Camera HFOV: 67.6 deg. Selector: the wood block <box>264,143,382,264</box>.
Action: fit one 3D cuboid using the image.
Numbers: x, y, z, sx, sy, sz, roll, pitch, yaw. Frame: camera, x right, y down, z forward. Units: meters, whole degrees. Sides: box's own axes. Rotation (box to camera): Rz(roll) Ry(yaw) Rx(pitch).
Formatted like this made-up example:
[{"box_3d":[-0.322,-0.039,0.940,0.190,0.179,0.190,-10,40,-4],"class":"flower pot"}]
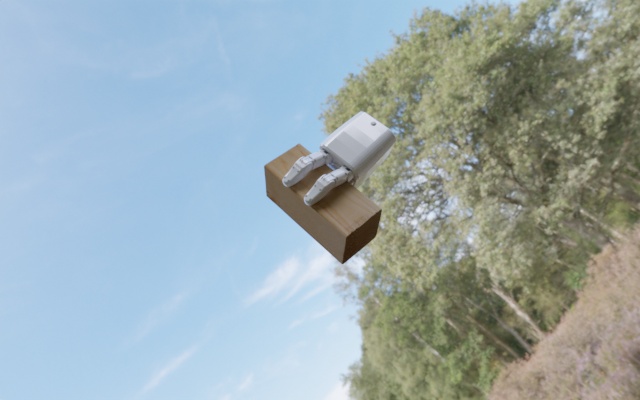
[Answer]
[{"box_3d":[0.000,0.003,0.857,0.090,0.091,0.206,-36,61,-26],"class":"wood block"}]
